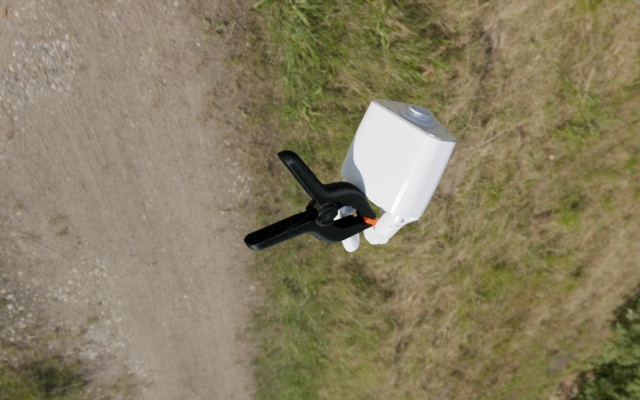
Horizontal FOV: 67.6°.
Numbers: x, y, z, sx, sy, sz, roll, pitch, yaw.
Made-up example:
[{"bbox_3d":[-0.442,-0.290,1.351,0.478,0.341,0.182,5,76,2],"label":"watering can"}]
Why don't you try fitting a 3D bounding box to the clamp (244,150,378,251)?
[{"bbox_3d":[0.000,0.002,0.559,0.171,0.120,0.039,-1,34,-36],"label":"clamp"}]
